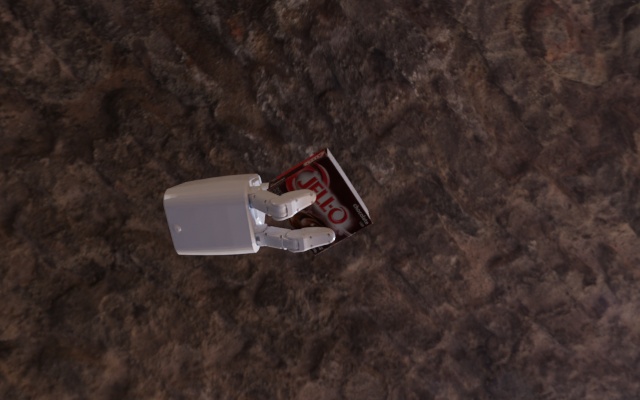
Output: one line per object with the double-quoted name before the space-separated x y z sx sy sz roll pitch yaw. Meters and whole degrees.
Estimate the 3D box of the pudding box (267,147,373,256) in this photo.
"pudding box" 0.000 0.002 0.610 0.090 0.113 0.039 -30 23 15
